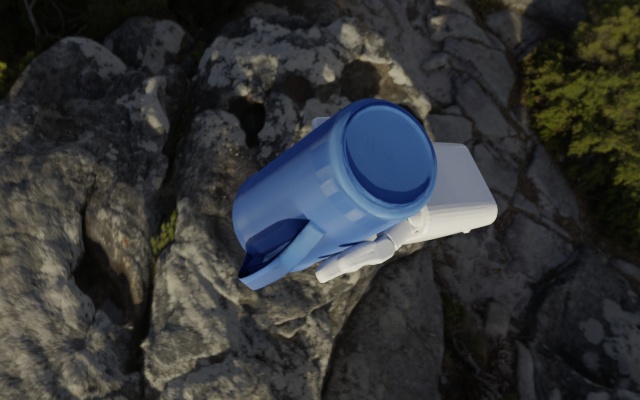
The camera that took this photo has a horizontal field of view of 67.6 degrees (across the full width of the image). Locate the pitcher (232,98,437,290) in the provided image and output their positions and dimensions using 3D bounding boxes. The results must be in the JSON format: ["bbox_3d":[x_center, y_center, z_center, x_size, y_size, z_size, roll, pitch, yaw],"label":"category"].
[{"bbox_3d":[0.000,0.002,0.490,0.145,0.149,0.243,-4,-13,-27],"label":"pitcher"}]
